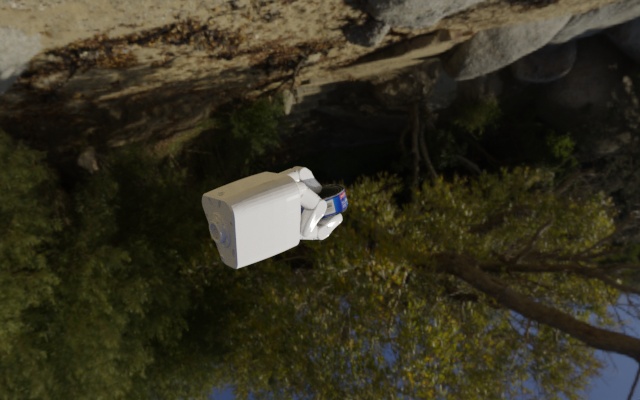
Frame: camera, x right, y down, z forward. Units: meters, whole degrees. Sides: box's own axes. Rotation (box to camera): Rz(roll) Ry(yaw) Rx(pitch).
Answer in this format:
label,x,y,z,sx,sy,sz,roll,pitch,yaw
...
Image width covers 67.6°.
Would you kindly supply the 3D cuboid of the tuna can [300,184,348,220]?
label,x,y,z,sx,sy,sz,roll,pitch,yaw
tuna can,0.000,0.003,0.772,0.086,0.034,0.086,-12,16,4
